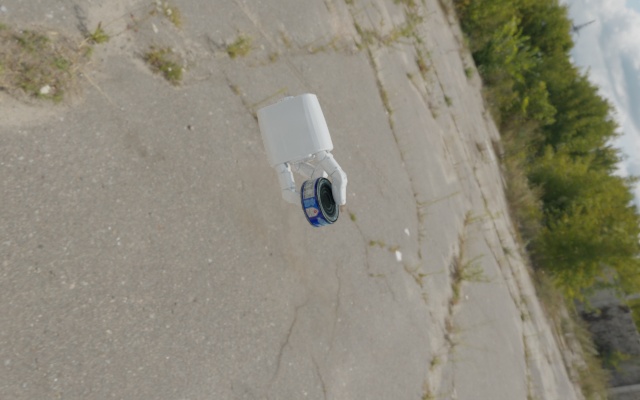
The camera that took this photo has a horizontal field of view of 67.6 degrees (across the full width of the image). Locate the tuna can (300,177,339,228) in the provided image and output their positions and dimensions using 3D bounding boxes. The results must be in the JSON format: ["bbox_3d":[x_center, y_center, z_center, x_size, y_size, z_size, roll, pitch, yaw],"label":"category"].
[{"bbox_3d":[0.001,0.003,0.836,0.034,0.086,0.086,-14,-6,25],"label":"tuna can"}]
